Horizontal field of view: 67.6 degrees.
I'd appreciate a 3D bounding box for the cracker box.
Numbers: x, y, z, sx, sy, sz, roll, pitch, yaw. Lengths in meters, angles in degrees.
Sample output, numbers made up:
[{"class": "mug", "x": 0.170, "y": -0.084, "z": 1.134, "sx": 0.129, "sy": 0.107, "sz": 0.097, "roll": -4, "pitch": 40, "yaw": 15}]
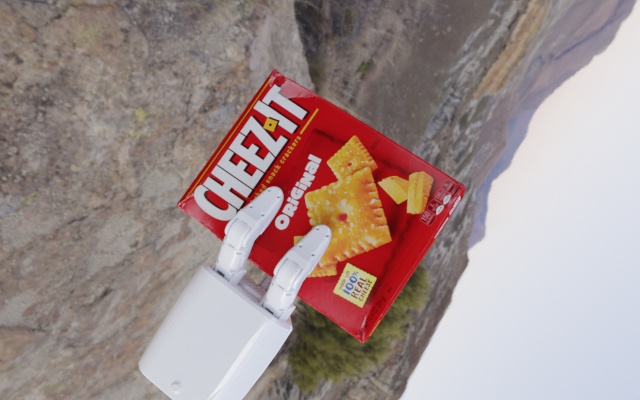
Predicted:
[{"class": "cracker box", "x": 0.000, "y": 0.002, "z": 0.452, "sx": 0.213, "sy": 0.164, "sz": 0.072, "roll": 34, "pitch": -4, "yaw": 12}]
